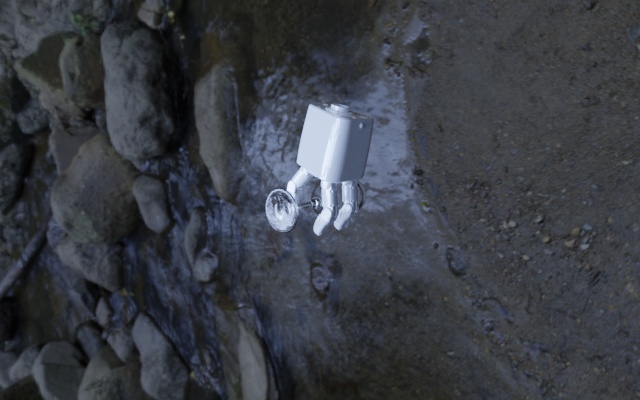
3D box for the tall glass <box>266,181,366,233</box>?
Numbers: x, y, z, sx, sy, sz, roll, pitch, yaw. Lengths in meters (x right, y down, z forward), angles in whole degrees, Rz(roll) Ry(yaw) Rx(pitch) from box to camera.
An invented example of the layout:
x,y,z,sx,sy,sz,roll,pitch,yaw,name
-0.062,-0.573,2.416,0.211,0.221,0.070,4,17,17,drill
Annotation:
x,y,z,sx,sy,sz,roll,pitch,yaw,name
0.000,0.003,0.856,0.079,0.079,0.201,0,8,41,tall glass
